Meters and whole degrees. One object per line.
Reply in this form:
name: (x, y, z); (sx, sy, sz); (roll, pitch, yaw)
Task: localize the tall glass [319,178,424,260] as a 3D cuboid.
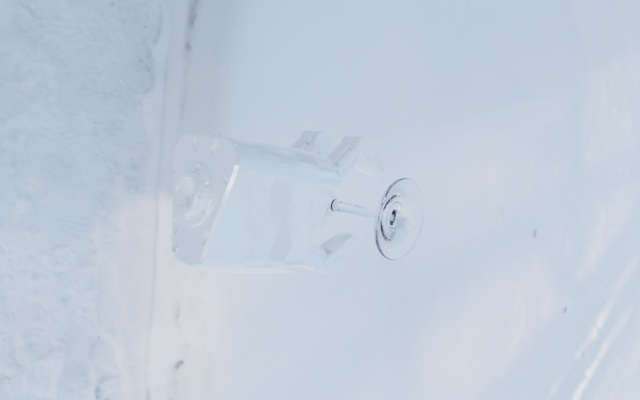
tall glass: (0.001, 0.002, 0.491); (0.201, 0.079, 0.079); (12, 8, 43)
